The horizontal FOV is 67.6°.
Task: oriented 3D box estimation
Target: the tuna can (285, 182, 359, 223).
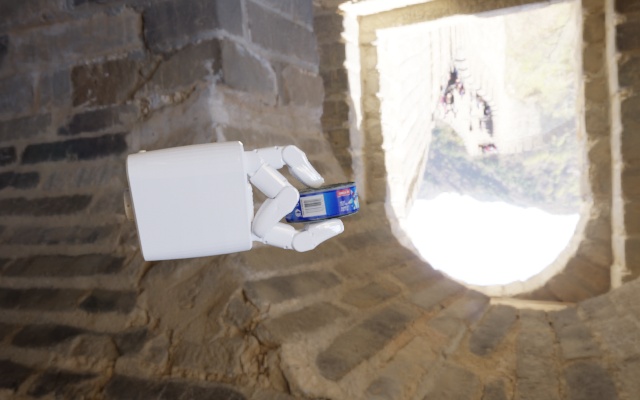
[{"bbox_3d":[0.000,0.002,0.538,0.086,0.034,0.086,-9,4,1],"label":"tuna can"}]
